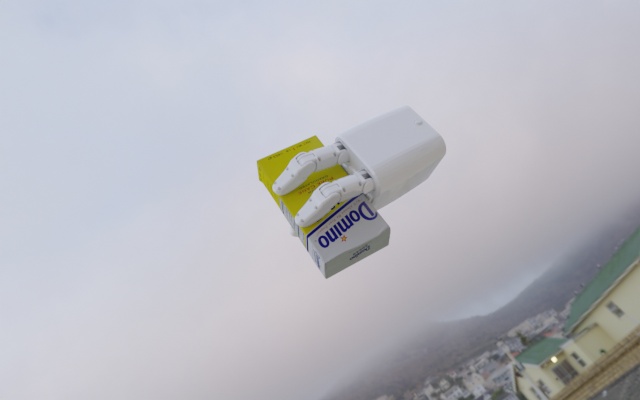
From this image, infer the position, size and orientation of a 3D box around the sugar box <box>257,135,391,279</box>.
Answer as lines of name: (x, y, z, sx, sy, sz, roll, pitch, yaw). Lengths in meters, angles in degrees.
sugar box: (0.000, 0.001, 0.597, 0.093, 0.176, 0.048, -27, -34, -17)
